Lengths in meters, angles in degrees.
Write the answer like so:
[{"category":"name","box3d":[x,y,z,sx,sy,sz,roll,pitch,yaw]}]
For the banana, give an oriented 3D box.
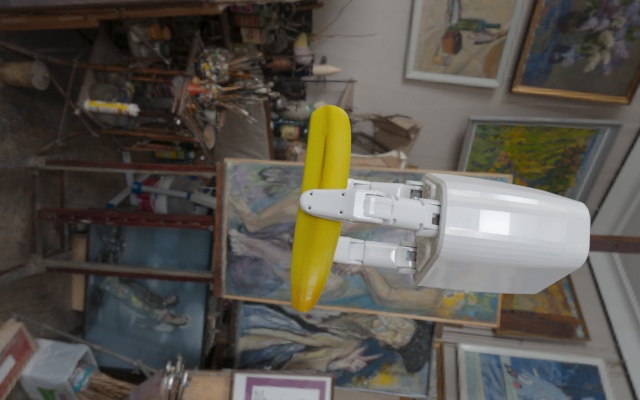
[{"category":"banana","box3d":[0.002,-0.012,0.389,0.037,0.197,0.070,8,-33,-2]}]
